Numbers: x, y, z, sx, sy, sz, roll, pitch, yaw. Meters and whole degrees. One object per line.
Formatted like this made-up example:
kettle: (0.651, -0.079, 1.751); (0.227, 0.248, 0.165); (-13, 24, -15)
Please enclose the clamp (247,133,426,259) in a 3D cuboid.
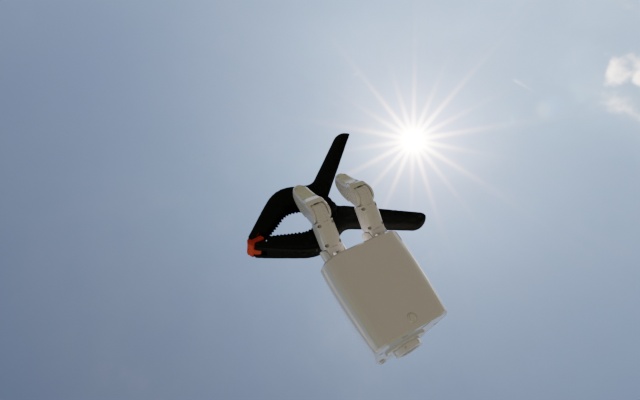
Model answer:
clamp: (0.000, 0.003, 0.574); (0.210, 0.164, 0.036); (-22, -29, -22)
